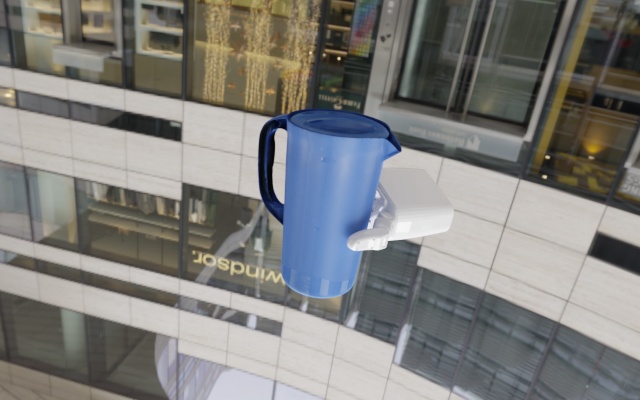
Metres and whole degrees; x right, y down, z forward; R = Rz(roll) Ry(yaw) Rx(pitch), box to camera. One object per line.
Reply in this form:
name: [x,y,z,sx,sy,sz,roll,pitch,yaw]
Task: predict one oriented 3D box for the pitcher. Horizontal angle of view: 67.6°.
pitcher: [0.000,0.002,0.647,0.145,0.243,0.149,-5,27,-27]
